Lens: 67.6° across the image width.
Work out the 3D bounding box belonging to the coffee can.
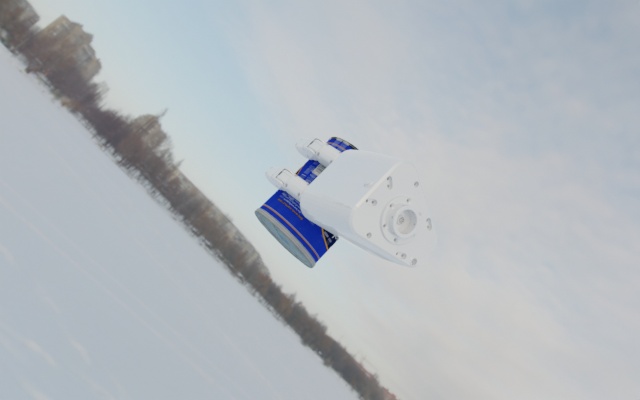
[{"bbox_3d":[0.000,0.002,0.618,0.140,0.103,0.103,-45,13,-13],"label":"coffee can"}]
